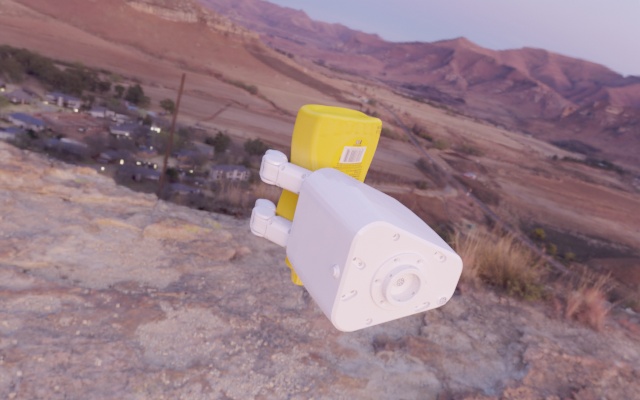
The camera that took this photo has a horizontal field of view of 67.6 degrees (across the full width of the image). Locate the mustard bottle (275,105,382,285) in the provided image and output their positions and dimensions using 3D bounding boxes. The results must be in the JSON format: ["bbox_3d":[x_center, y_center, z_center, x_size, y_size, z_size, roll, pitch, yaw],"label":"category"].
[{"bbox_3d":[0.000,0.001,0.494,0.058,0.192,0.096,29,23,37],"label":"mustard bottle"}]
